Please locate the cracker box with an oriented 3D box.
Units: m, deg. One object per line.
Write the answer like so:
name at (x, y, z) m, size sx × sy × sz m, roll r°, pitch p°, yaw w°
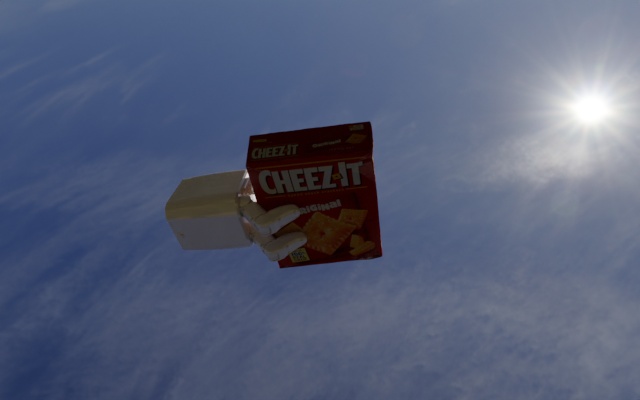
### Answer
cracker box at (0.000, 0.002, 0.679) m, size 0.164 × 0.072 × 0.214 m, roll -6°, pitch -45°, yaw 6°
